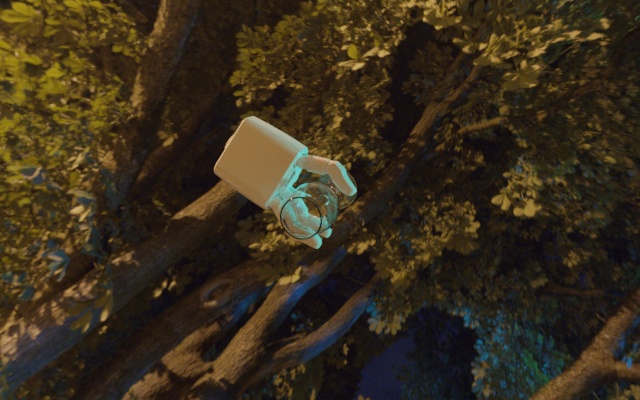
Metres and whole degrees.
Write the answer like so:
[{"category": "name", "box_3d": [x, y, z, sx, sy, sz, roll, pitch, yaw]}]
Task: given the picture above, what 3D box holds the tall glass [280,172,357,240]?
[{"category": "tall glass", "box_3d": [0.000, 0.002, 0.753, 0.079, 0.079, 0.201, 0, 13, 17]}]
